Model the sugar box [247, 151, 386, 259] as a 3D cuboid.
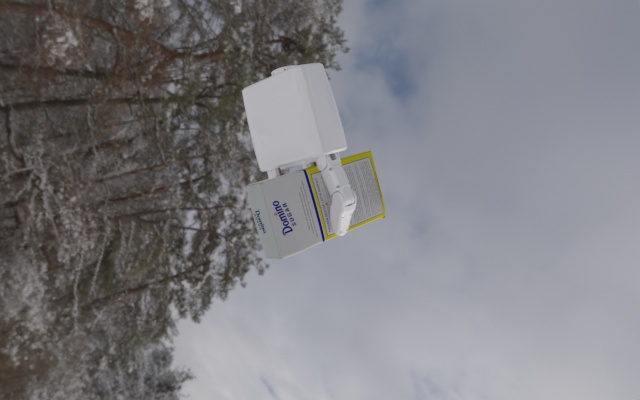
[{"bbox_3d":[0.000,0.002,0.598,0.176,0.093,0.048,-18,6,-34],"label":"sugar box"}]
